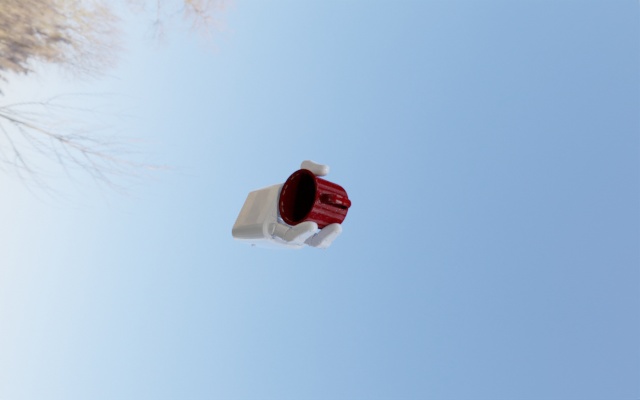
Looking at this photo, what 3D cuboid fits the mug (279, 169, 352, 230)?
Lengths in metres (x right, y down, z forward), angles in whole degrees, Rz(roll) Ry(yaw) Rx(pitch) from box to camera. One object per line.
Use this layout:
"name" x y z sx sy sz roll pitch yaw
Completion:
"mug" 0.001 0.002 0.769 0.081 0.093 0.117 18 -16 -41
